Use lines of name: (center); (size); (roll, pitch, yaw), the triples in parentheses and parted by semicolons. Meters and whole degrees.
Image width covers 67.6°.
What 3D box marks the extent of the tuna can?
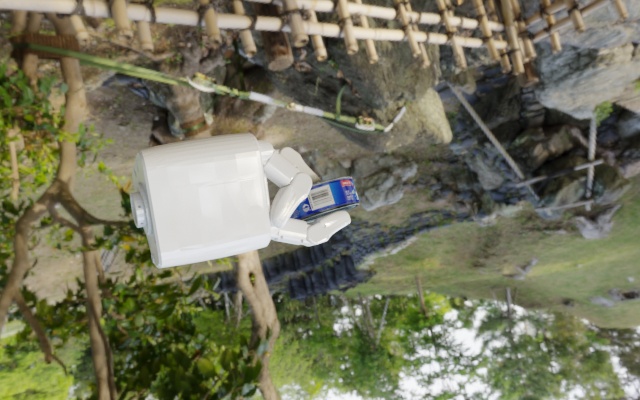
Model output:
tuna can: (0.000, 0.002, 0.542); (0.086, 0.033, 0.086); (-18, -6, -2)
